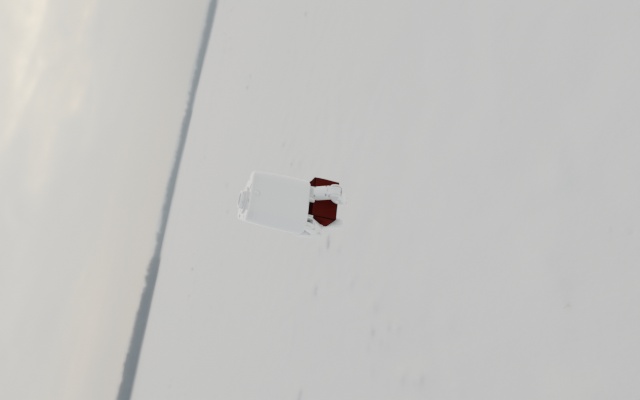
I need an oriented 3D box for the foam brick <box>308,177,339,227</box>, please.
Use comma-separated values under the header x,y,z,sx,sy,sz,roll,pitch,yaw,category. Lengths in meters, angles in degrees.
x,y,z,sx,sy,sz,roll,pitch,yaw,category
0.000,0.003,0.900,0.051,0.078,0.053,13,-22,-18,foam brick
